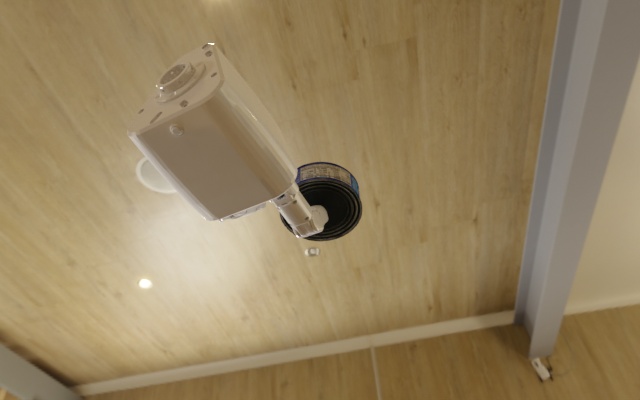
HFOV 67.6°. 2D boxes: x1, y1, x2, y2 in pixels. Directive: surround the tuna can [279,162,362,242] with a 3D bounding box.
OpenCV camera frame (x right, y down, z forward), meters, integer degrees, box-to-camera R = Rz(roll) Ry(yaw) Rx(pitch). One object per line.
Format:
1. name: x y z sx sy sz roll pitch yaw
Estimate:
1. tuna can: 0.000 0.001 0.503 0.086 0.086 0.033 0 41 -2
